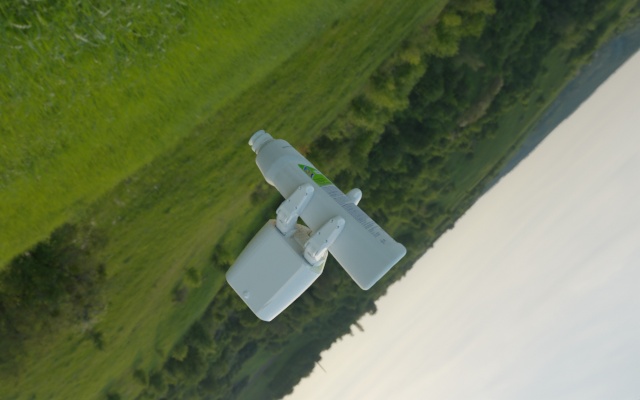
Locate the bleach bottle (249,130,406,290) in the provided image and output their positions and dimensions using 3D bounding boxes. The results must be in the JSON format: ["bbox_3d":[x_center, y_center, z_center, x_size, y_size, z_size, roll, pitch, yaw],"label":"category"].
[{"bbox_3d":[0.000,0.002,0.635,0.068,0.251,0.102,-47,-12,13],"label":"bleach bottle"}]
